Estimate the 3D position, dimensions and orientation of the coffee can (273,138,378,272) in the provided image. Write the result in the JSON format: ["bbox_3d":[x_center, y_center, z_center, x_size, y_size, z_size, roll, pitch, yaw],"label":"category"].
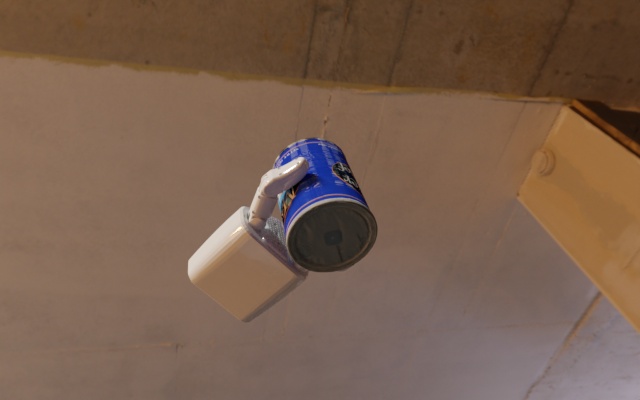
[{"bbox_3d":[0.000,0.002,0.579,0.103,0.103,0.140,0,36,-14],"label":"coffee can"}]
